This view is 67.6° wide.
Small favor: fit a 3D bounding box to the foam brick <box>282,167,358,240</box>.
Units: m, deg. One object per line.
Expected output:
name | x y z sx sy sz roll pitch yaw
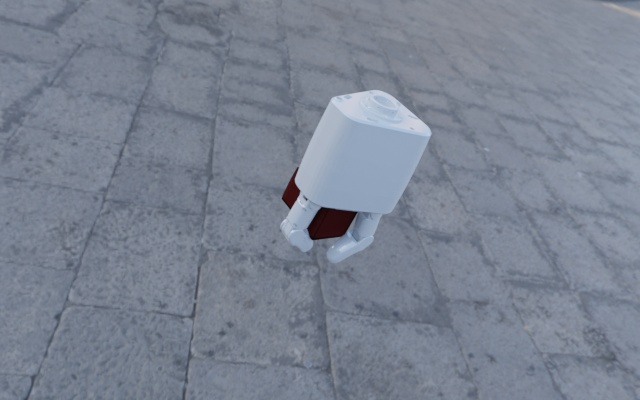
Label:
foam brick | 0.000 0.002 0.573 0.053 0.051 0.078 -3 42 -40
